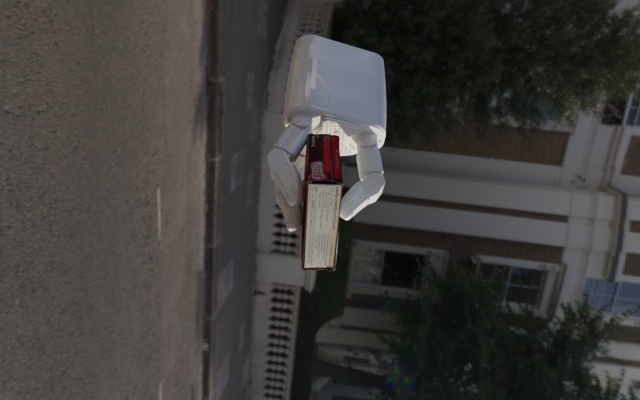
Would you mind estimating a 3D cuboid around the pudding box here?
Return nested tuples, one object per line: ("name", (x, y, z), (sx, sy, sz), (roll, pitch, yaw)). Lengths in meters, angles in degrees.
("pudding box", (0.000, 0.002, 0.487), (0.039, 0.114, 0.090), (1, 36, 0))
